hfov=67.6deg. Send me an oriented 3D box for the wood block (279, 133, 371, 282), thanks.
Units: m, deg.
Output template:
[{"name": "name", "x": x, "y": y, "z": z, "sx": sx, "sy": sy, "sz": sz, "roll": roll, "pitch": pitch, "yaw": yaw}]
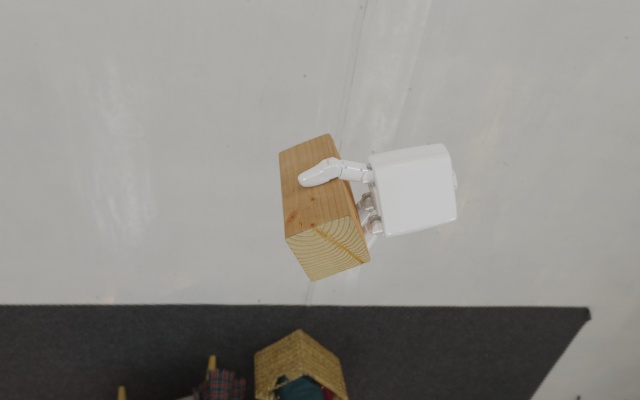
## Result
[{"name": "wood block", "x": 0.000, "y": 0.002, "z": 0.694, "sx": 0.090, "sy": 0.091, "sz": 0.206, "roll": -21, "pitch": 37, "yaw": 8}]
